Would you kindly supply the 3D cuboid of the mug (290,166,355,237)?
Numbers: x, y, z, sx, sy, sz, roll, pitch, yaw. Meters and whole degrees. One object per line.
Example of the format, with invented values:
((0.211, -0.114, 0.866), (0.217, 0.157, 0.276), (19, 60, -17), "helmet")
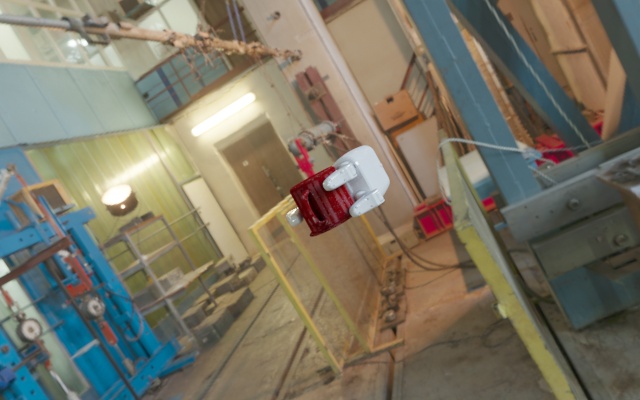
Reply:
((-0.001, 0.003, 0.737), (0.093, 0.081, 0.117), (-26, 6, 28), "mug")
